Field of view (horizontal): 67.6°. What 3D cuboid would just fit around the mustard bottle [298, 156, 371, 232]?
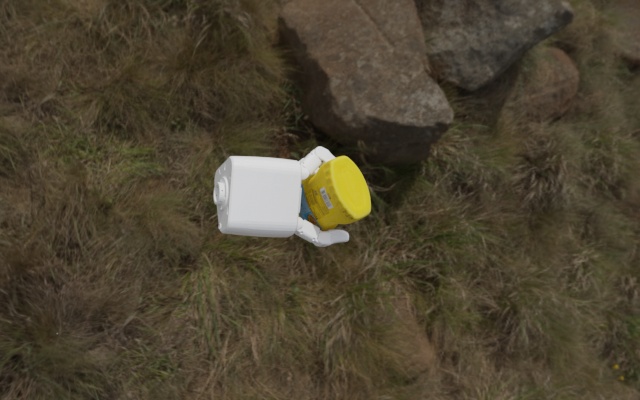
[{"bbox_3d":[0.001,0.002,0.762,0.058,0.096,0.192,-24,-1,-32],"label":"mustard bottle"}]
